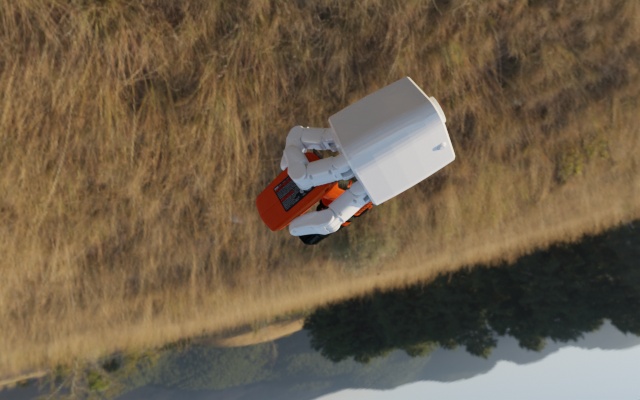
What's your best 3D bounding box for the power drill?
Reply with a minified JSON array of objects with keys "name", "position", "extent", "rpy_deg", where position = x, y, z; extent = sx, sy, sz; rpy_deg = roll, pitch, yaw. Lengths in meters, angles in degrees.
[{"name":"power drill","position":[0.000,0.002,0.644],"extent":[0.184,0.057,0.187],"rpy_deg":[-43,-21,23]}]
